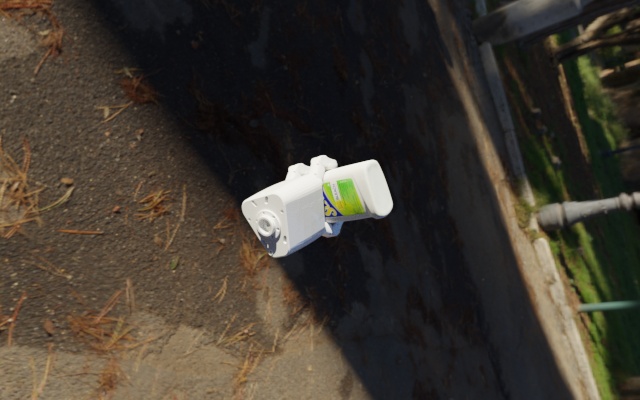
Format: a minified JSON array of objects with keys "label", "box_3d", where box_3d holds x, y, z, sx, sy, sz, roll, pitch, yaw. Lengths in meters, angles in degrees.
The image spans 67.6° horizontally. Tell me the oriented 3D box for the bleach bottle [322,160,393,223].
[{"label":"bleach bottle","box_3d":[0.000,0.003,0.876,0.251,0.102,0.068,-14,10,35]}]
